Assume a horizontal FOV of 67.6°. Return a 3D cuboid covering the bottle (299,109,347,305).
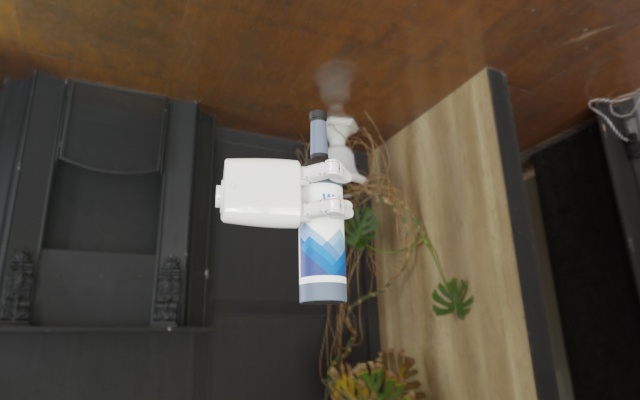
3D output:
[{"bbox_3d":[0.000,0.003,0.710,0.069,0.295,0.069,-1,-17,0],"label":"bottle"}]
